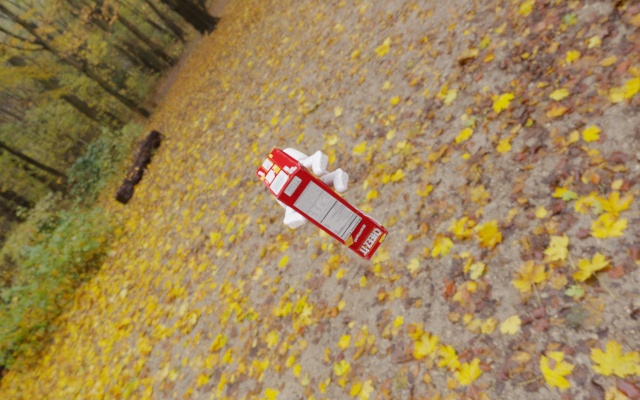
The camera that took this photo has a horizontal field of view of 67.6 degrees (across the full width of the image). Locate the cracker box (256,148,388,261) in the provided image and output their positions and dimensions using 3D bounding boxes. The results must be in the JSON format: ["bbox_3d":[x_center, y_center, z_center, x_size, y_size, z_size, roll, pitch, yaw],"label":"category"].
[{"bbox_3d":[0.000,0.003,0.862,0.214,0.072,0.164,35,2,-26],"label":"cracker box"}]
